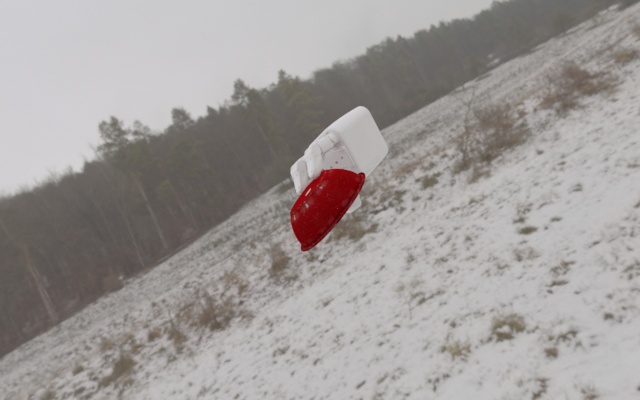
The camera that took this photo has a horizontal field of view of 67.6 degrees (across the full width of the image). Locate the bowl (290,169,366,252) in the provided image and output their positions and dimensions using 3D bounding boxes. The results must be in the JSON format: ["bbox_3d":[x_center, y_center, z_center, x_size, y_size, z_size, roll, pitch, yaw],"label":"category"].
[{"bbox_3d":[-0.001,0.003,0.767,0.055,0.162,0.162,38,-8,-10],"label":"bowl"}]
